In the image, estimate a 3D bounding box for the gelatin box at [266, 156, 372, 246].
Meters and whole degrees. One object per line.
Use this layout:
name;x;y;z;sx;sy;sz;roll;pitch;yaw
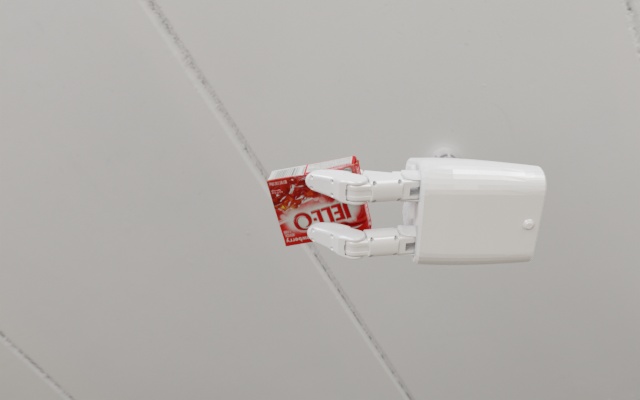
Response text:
gelatin box;0.000;0.001;0.467;0.089;0.073;0.030;-10;23;12
